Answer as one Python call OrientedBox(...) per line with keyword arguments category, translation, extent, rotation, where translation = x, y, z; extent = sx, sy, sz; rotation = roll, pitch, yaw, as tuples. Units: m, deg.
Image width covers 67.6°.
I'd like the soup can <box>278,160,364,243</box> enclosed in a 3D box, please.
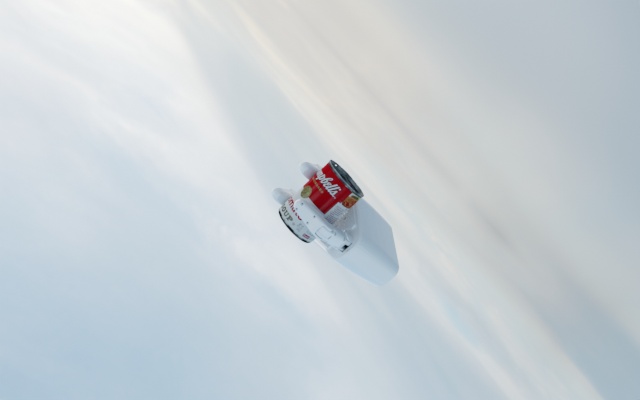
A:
OrientedBox(category="soup can", translation=(0.000, 0.002, 0.661), extent=(0.102, 0.068, 0.068), rotation=(-42, -12, 13))
